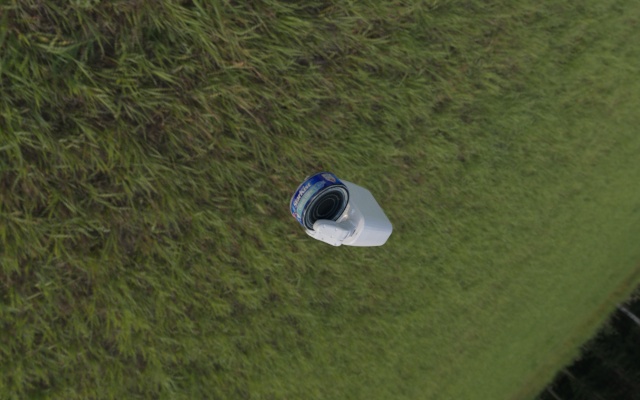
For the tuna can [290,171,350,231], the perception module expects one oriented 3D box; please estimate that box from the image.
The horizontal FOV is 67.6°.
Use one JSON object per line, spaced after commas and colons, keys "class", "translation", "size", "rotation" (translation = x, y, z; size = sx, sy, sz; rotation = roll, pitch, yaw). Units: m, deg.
{"class": "tuna can", "translation": [0.000, 0.003, 0.691], "size": [0.086, 0.086, 0.033], "rotation": [0, 35, -45]}
